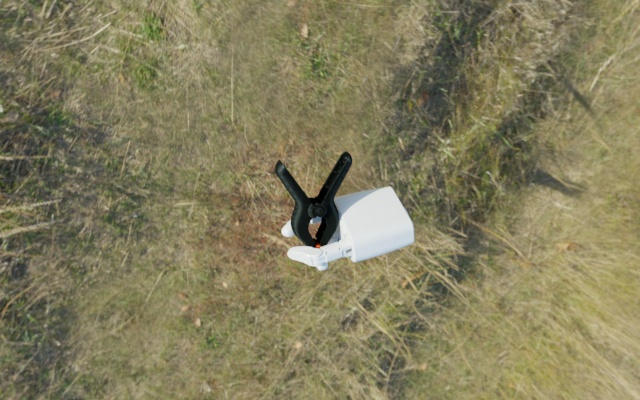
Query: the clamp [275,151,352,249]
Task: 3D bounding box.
[{"bbox_3d":[0.000,0.003,0.745,0.120,0.172,0.039,-14,30,-9],"label":"clamp"}]
